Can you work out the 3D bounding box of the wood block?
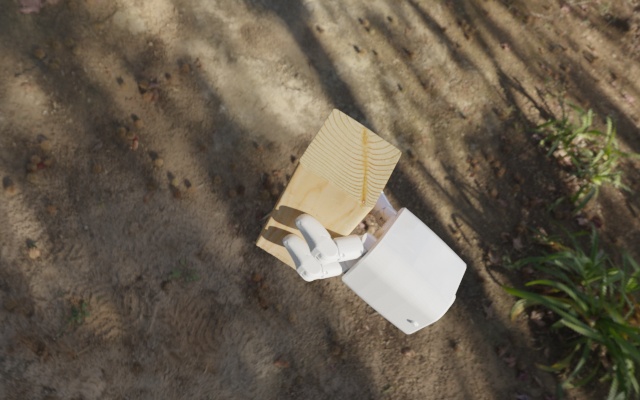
[{"bbox_3d":[0.001,0.002,0.576,0.090,0.090,0.206,33,-35,-2],"label":"wood block"}]
